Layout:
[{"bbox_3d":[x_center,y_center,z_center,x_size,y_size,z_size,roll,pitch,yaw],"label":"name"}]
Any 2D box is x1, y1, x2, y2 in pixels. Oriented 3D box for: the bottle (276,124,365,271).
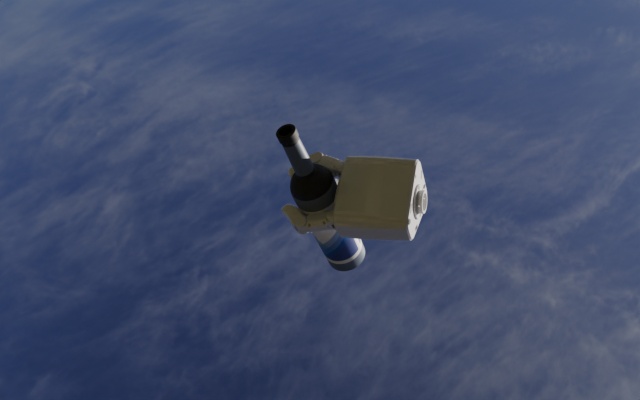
[{"bbox_3d":[0.000,0.003,0.717,0.069,0.069,0.296,0,-38,23],"label":"bottle"}]
